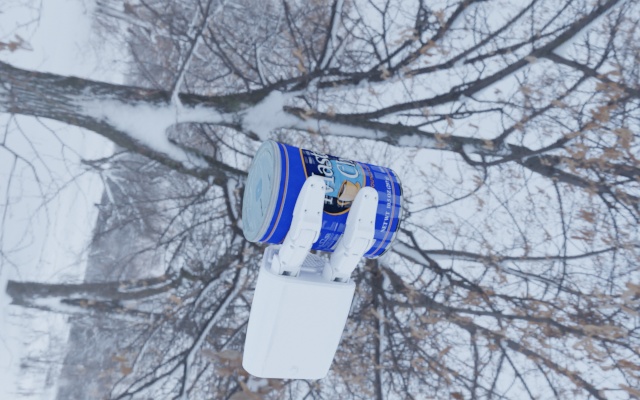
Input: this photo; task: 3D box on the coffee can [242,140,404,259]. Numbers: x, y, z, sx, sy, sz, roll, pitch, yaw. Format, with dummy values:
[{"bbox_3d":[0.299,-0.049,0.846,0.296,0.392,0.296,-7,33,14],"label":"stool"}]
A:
[{"bbox_3d":[0.000,0.001,0.500,0.140,0.103,0.103,11,-4,-22],"label":"coffee can"}]
